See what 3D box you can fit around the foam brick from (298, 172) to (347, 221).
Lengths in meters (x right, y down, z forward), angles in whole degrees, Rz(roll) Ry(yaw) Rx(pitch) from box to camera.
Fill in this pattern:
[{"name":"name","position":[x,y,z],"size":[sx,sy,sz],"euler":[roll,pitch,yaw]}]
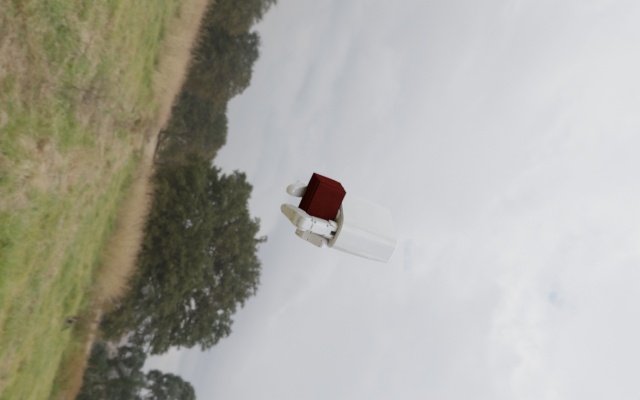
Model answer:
[{"name":"foam brick","position":[0.000,0.002,0.775],"size":[0.051,0.078,0.053],"euler":[20,16,-16]}]
